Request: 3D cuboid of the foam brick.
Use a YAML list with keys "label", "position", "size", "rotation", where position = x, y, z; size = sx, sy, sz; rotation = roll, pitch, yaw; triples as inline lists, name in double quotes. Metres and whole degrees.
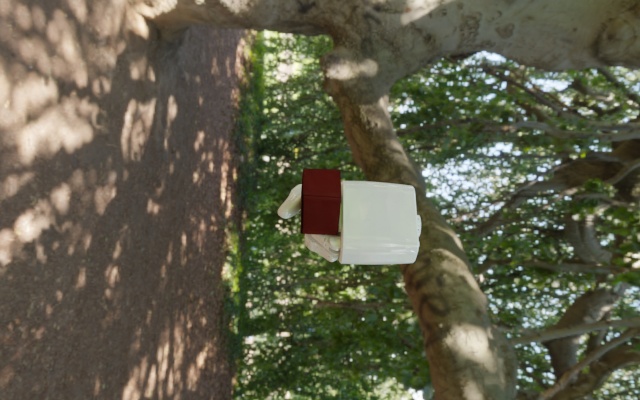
- label: "foam brick"
  position: [0.000, 0.002, 0.639]
  size: [0.051, 0.053, 0.078]
  rotation: [2, -43, -1]
